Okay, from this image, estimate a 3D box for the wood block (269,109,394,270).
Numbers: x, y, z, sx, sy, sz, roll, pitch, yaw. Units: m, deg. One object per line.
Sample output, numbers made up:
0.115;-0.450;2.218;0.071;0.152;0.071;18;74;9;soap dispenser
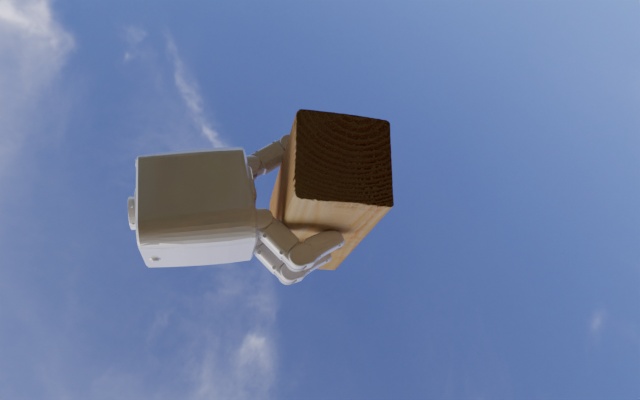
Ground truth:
0.000;0.001;0.509;0.090;0.090;0.206;5;-24;-11;wood block
